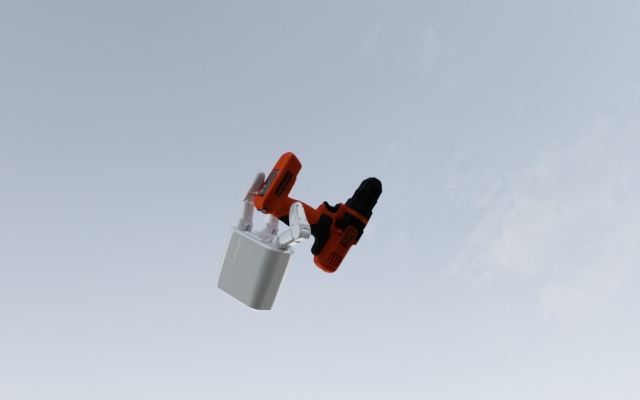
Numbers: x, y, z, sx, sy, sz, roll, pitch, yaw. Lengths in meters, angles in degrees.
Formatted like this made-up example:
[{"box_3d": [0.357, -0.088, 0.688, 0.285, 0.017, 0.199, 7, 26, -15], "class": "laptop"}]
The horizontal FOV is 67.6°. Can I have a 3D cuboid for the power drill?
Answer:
[{"box_3d": [0.000, 0.003, 0.788, 0.188, 0.184, 0.057, 36, -12, -21], "class": "power drill"}]
